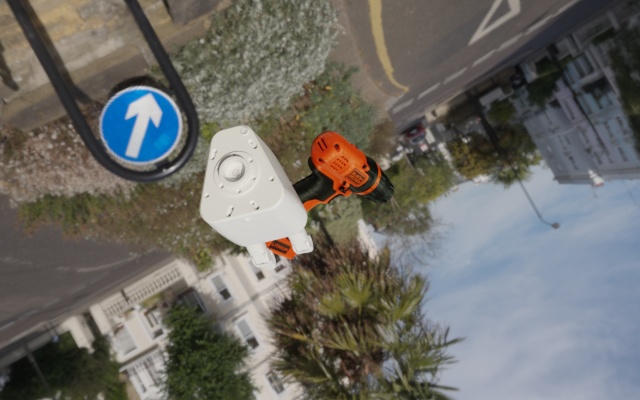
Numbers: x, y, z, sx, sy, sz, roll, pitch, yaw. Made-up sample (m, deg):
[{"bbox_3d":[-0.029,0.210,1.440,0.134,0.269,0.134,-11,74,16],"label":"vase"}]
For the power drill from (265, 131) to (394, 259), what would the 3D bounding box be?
[{"bbox_3d":[0.000,0.002,0.666,0.188,0.057,0.184,-40,-38,14],"label":"power drill"}]
